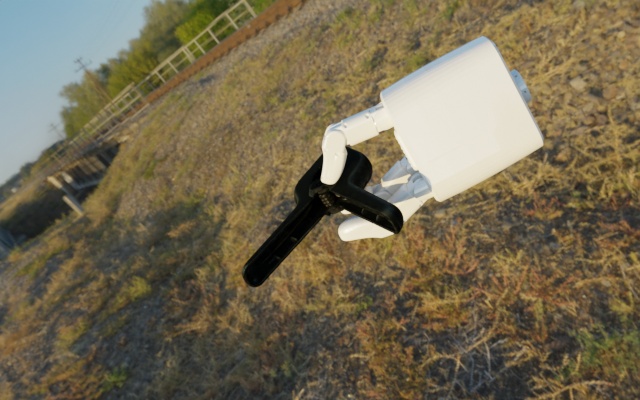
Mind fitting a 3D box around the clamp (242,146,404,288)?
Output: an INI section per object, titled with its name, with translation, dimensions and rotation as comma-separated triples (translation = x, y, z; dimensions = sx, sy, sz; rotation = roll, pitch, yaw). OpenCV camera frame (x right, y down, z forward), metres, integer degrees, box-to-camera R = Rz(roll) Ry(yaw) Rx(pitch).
[clamp]
translation = 0.000, 0.001, 0.502
dimensions = 0.164, 0.036, 0.209
rotation = -26, 26, 15
